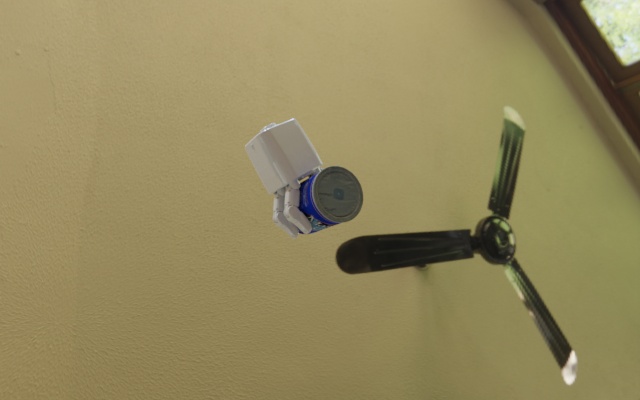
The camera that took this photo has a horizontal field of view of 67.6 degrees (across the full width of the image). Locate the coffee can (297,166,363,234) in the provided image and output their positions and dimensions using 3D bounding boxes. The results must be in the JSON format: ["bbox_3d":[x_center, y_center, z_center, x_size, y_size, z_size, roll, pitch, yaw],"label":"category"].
[{"bbox_3d":[0.000,0.003,0.898,0.103,0.102,0.140,0,-12,-29],"label":"coffee can"}]
